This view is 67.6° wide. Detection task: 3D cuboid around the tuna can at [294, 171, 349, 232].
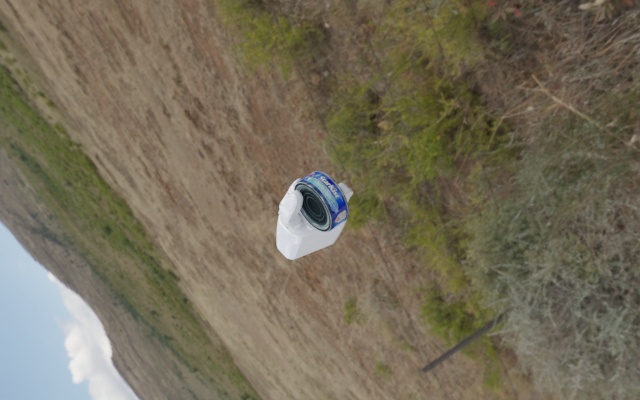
[{"bbox_3d":[0.000,0.003,0.689,0.033,0.086,0.086,-33,17,-27],"label":"tuna can"}]
